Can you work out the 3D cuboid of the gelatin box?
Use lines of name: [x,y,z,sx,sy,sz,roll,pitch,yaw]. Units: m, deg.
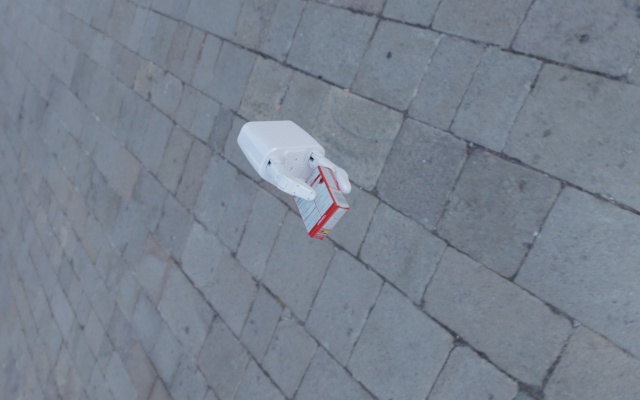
gelatin box: [0.000,0.003,0.723,0.030,0.089,0.073,14,-52,-37]
